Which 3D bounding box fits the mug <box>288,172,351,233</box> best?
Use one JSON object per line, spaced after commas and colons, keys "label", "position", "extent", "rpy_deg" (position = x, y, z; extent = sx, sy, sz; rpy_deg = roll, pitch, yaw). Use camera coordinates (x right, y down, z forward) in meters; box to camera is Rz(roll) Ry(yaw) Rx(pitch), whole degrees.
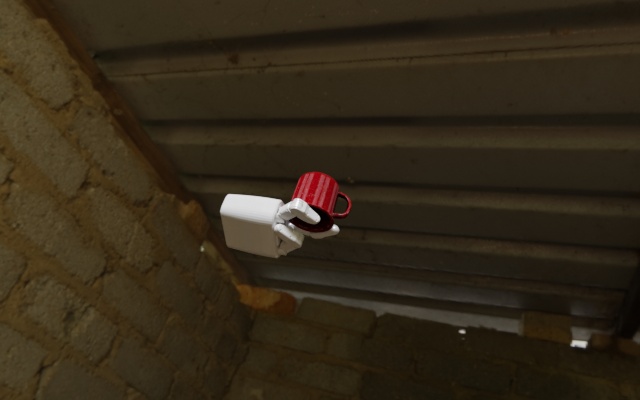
{"label": "mug", "position": [0.002, 0.003, 0.893], "extent": [0.117, 0.081, 0.093], "rpy_deg": [8, -36, 12]}
